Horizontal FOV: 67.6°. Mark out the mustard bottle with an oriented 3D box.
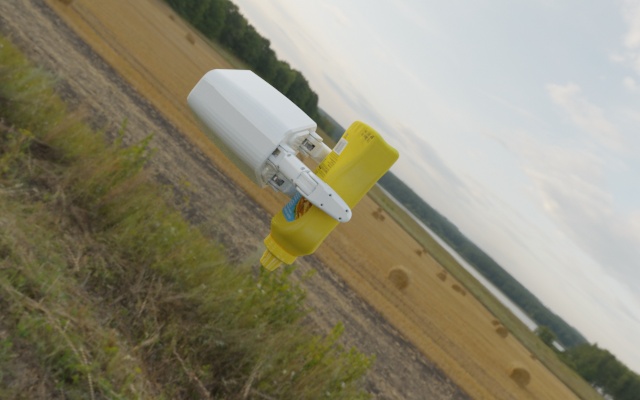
[{"bbox_3d":[0.001,0.002,0.527,0.058,0.191,0.096,39,6,-19],"label":"mustard bottle"}]
